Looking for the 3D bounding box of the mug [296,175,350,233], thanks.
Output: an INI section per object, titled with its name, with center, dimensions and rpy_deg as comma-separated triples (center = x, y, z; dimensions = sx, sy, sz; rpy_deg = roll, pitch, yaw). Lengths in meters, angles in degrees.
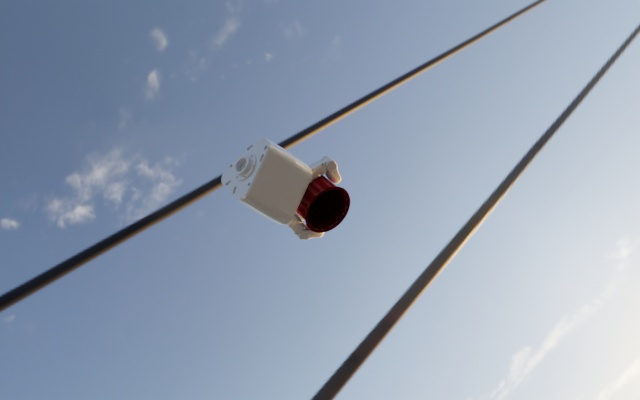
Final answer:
[mug]
center = 0.001, 0.003, 0.867
dimensions = 0.117, 0.093, 0.081
rpy_deg = 34, 6, -45
